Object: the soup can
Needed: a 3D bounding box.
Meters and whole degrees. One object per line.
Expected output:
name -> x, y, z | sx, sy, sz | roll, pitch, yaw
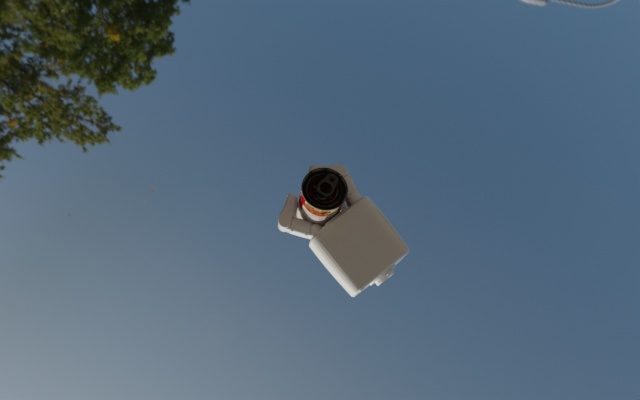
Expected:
soup can -> 0.000, 0.002, 0.730 | 0.068, 0.068, 0.102 | 0, -23, -8
